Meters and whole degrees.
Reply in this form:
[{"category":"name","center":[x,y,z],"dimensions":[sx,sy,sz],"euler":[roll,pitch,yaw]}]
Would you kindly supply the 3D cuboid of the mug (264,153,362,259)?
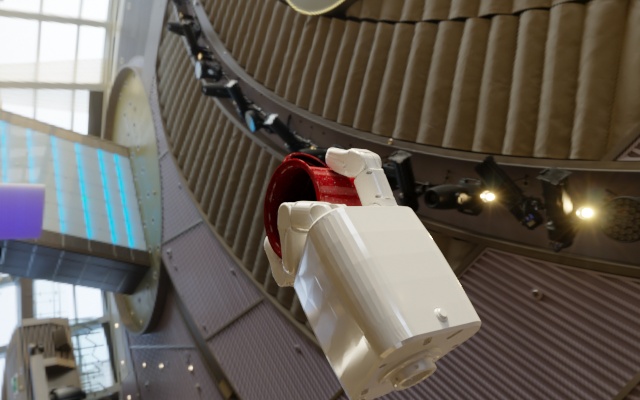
[{"category":"mug","center":[0.000,0.000,0.459],"dimensions":[0.081,0.117,0.093],"euler":[3,-42,-37]}]
